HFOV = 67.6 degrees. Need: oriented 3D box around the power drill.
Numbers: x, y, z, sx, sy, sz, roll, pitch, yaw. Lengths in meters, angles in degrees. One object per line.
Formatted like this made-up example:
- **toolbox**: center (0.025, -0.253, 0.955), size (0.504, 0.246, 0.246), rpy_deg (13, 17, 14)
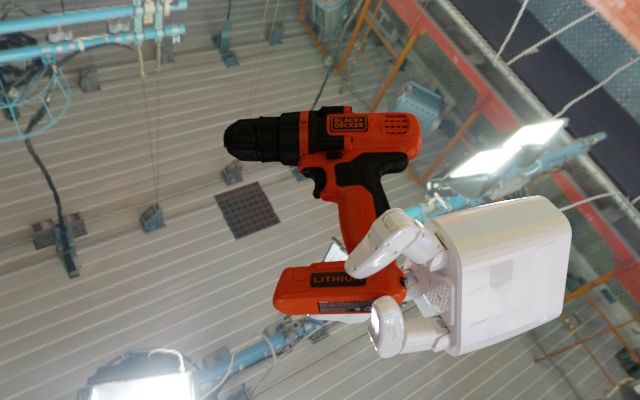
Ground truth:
- **power drill**: center (0.000, 0.002, 0.416), size (0.184, 0.187, 0.057), rpy_deg (-2, -26, 4)
